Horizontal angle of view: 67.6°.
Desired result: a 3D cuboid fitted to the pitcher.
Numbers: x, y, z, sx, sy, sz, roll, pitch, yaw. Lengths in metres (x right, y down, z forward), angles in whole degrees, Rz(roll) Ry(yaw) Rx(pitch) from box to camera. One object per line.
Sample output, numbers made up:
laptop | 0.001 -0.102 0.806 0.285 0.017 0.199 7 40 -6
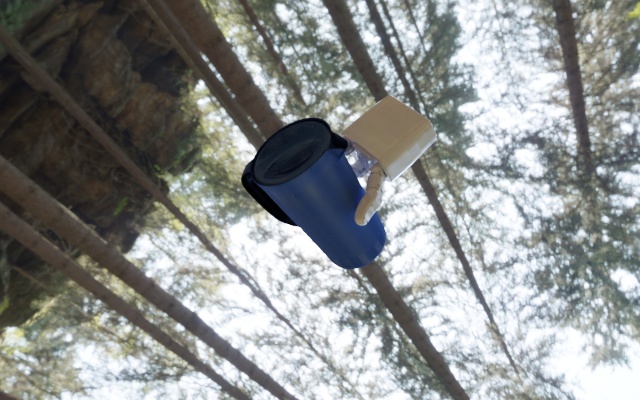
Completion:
pitcher | 0.000 0.002 0.748 0.149 0.145 0.243 36 -14 50
